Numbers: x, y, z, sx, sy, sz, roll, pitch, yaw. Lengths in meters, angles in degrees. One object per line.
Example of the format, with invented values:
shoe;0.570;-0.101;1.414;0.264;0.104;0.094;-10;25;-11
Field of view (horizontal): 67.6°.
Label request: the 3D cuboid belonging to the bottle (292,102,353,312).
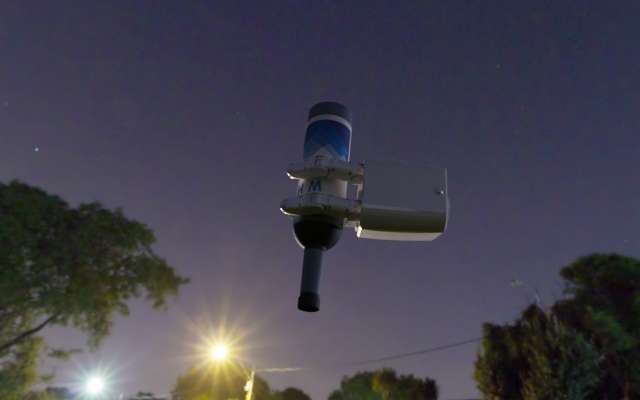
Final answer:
bottle;0.000;0.002;0.642;0.069;0.295;0.069;5;-29;3
